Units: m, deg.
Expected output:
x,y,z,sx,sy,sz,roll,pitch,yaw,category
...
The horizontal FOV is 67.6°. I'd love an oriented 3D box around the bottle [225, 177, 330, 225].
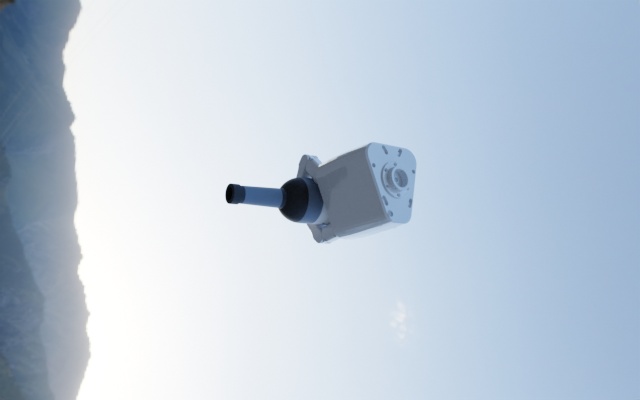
x,y,z,sx,sy,sz,roll,pitch,yaw,category
0.000,0.002,0.708,0.296,0.069,0.069,5,-3,-36,bottle
